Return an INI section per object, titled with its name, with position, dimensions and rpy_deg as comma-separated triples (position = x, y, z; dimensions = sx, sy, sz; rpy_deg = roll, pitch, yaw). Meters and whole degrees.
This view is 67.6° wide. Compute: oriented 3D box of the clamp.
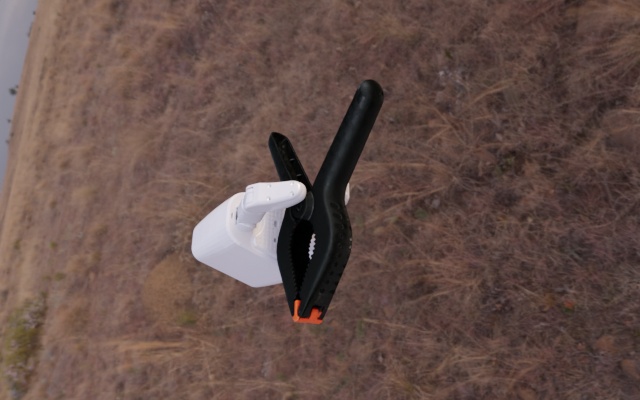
[clamp]
position = -0.001, 0.002, 0.432
dimensions = 0.036, 0.210, 0.164
rpy_deg = 14, -26, -34
